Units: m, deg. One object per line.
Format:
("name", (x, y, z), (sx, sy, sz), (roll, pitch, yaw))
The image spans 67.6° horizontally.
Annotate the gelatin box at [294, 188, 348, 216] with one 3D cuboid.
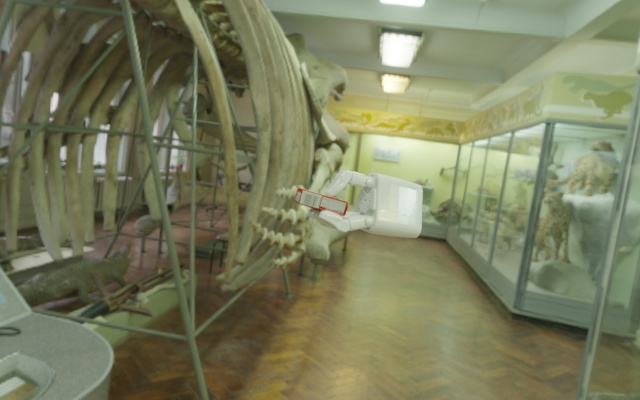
("gelatin box", (0.000, 0.002, 0.885), (0.089, 0.030, 0.073), (16, 1, -11))
